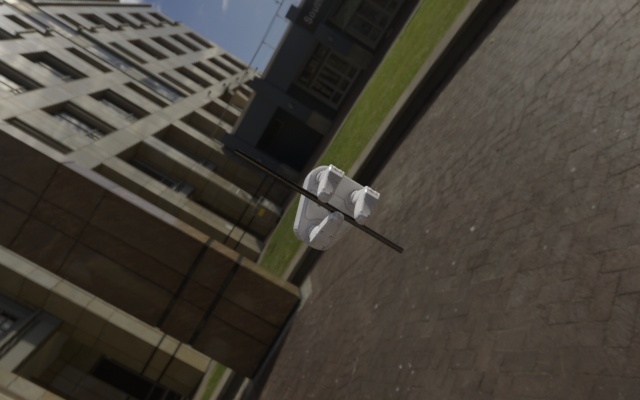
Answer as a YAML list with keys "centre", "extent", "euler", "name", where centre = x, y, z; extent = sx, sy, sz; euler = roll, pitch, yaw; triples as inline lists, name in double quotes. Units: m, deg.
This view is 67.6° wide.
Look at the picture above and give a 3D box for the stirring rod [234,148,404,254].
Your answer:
- centre: [0.000, 0.002, 0.588]
  extent: [0.239, 0.011, 0.011]
  euler: [31, -4, -7]
  name: "stirring rod"
